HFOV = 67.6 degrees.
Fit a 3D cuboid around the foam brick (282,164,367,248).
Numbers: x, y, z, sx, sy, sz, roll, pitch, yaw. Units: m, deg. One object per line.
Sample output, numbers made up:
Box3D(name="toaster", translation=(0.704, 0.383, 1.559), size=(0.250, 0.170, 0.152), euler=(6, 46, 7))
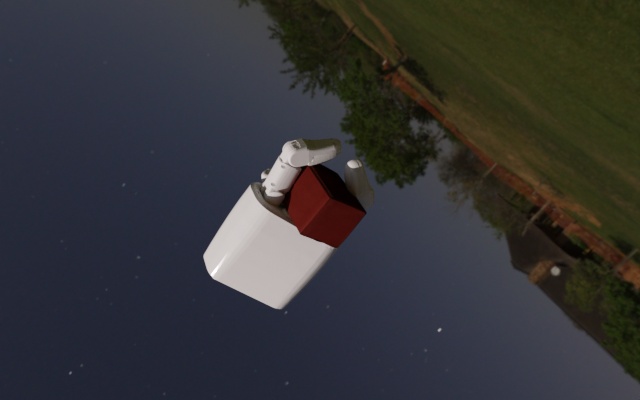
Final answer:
Box3D(name="foam brick", translation=(0.000, 0.002, 0.492), size=(0.053, 0.051, 0.078), euler=(25, 21, -38))
